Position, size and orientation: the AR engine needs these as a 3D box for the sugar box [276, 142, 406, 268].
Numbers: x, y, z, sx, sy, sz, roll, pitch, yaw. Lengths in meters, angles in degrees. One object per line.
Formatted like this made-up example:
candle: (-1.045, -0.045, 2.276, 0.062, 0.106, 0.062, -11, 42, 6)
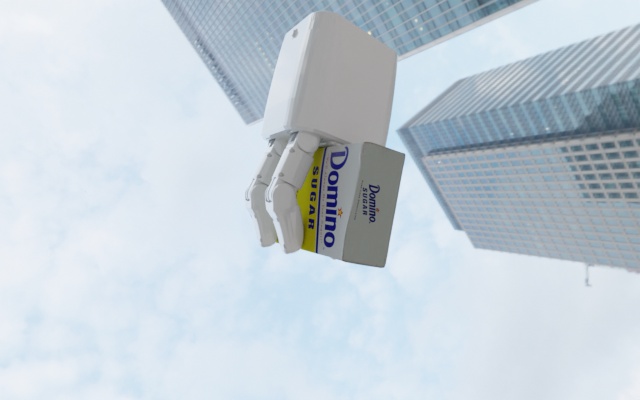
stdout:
sugar box: (0.000, 0.001, 0.431, 0.048, 0.093, 0.176, 13, -5, -25)
